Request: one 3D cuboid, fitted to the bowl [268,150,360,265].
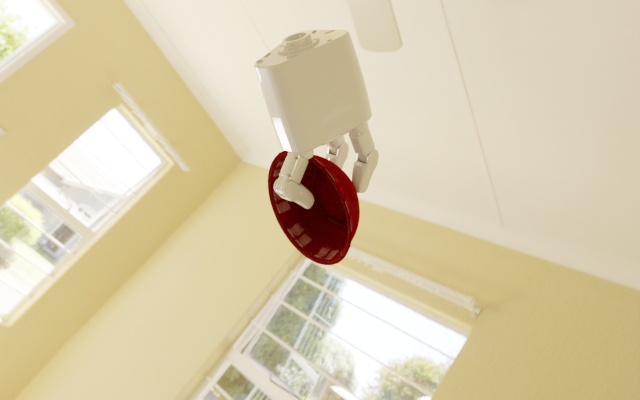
[{"bbox_3d":[0.000,0.003,0.634,0.055,0.162,0.162,-26,16,-36],"label":"bowl"}]
